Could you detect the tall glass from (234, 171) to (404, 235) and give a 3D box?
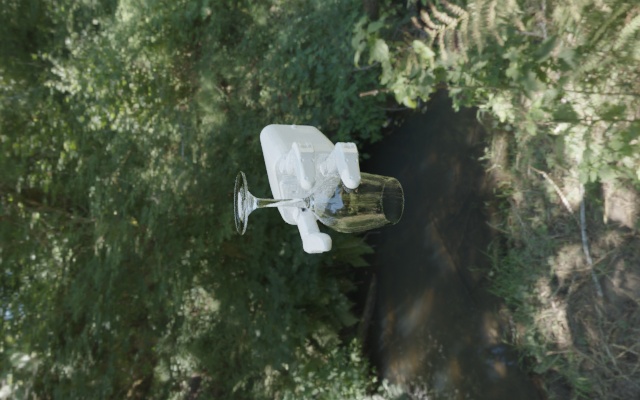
[{"bbox_3d":[-0.001,0.002,0.588,0.201,0.079,0.079,0,0,-20],"label":"tall glass"}]
